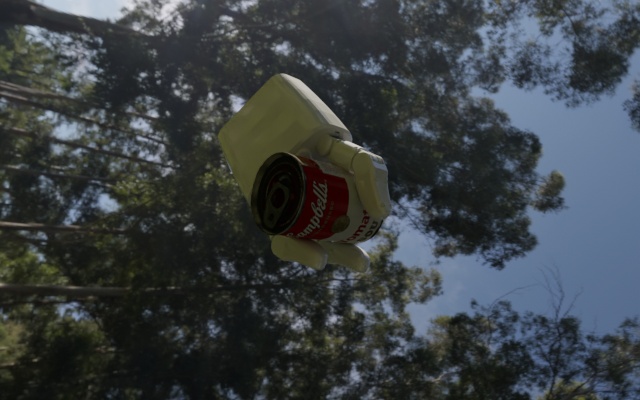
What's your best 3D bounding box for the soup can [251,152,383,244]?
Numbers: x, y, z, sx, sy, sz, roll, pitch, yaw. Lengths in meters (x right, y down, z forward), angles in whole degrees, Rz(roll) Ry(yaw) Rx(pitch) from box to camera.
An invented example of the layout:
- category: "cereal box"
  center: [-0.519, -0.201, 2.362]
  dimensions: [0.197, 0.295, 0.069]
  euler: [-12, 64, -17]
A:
- category: "soup can"
  center: [0.001, 0.002, 0.417]
  dimensions: [0.102, 0.068, 0.068]
  euler: [11, -8, -43]
